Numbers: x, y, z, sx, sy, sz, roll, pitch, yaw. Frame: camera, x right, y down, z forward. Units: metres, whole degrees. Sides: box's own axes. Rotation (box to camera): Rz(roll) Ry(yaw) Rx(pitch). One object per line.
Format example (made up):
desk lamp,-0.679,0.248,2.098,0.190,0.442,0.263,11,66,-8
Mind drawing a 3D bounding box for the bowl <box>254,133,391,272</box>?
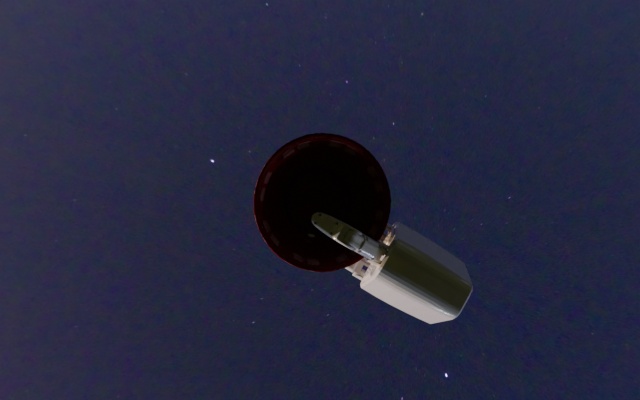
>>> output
bowl,-0.001,0.001,0.577,0.162,0.162,0.055,0,3,-8
